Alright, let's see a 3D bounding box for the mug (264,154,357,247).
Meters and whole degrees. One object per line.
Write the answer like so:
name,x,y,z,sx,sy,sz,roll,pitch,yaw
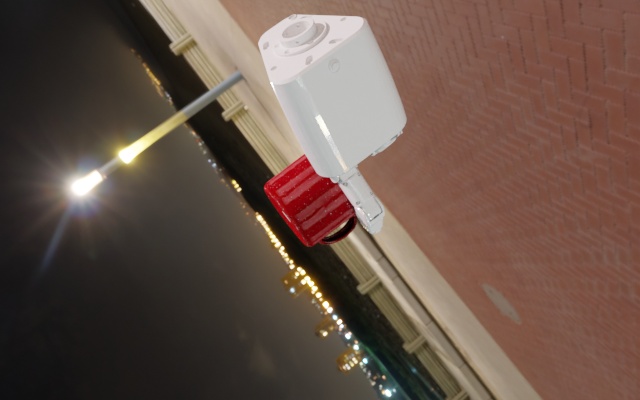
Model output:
mug,0.000,0.003,0.507,0.081,0.117,0.093,-37,41,-8
